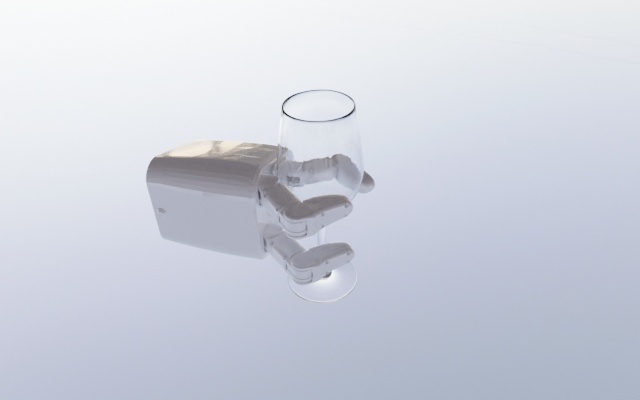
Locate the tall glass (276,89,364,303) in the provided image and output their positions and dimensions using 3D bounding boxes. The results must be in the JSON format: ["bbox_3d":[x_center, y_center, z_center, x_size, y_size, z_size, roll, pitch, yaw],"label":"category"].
[{"bbox_3d":[0.000,0.002,0.450,0.079,0.201,0.079,-1,37,0],"label":"tall glass"}]
